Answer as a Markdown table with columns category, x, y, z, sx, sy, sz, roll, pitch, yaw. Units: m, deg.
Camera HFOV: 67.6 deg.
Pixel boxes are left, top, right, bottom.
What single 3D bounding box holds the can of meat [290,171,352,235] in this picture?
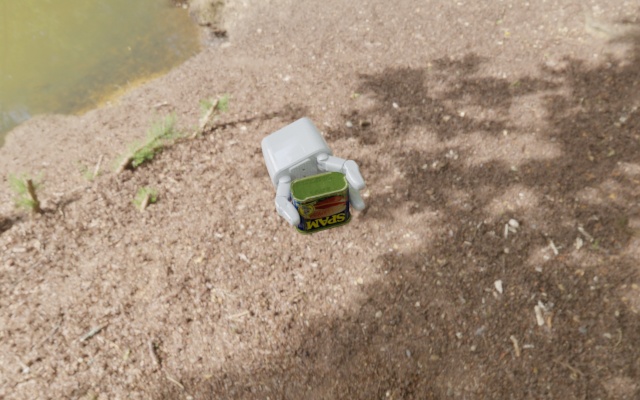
| category | x | y | z | sx | sy | sz | roll | pitch | yaw |
| --- | --- | --- | --- | --- | --- | --- | --- | --- | --- |
| can of meat | 0.000 | 0.002 | 0.809 | 0.102 | 0.084 | 0.057 | -14 | 47 | -8 |
